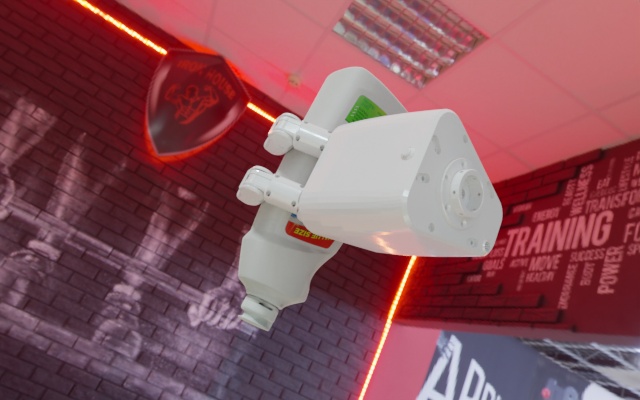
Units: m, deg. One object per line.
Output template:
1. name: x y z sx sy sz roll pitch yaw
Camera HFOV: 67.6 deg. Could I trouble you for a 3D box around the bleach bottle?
1. bleach bottle: 0.000 0.001 0.446 0.103 0.250 0.068 39 -24 -32
